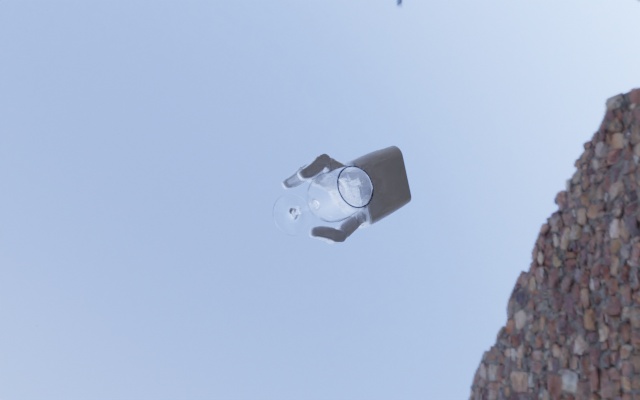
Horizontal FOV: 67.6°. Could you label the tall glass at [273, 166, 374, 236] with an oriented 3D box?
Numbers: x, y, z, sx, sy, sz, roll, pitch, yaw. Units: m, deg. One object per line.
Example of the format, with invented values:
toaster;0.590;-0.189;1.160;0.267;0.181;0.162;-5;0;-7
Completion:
tall glass;0.000;0.003;0.751;0.079;0.079;0.201;0;-13;-30
